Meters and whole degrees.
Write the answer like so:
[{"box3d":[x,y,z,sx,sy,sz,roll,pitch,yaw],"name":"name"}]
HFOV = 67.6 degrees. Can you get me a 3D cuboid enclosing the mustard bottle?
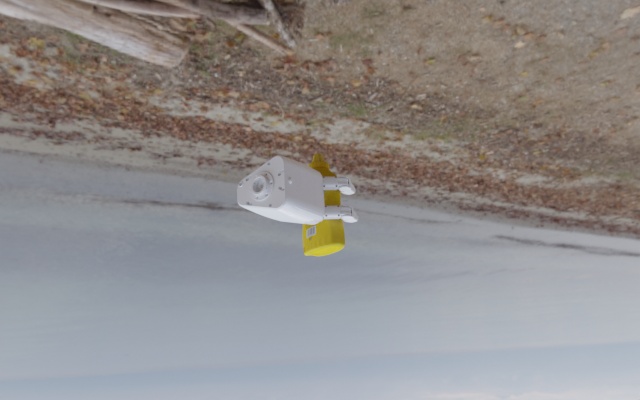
[{"box3d":[0.000,0.003,0.896,0.058,0.191,0.096,7,-21,-31],"name":"mustard bottle"}]
